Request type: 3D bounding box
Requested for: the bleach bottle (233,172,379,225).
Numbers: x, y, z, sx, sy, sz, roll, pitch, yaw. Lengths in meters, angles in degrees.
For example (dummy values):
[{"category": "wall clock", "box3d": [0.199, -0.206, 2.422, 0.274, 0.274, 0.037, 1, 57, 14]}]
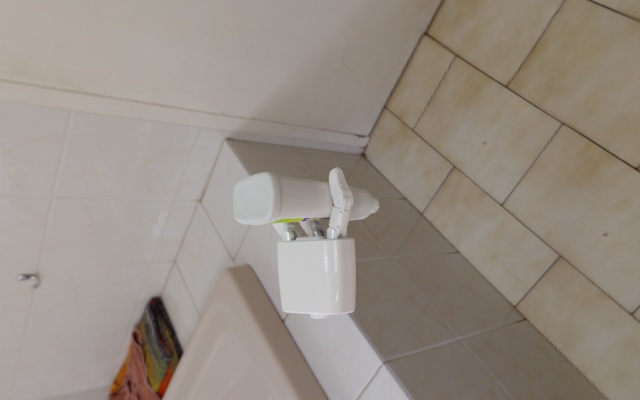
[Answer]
[{"category": "bleach bottle", "box3d": [0.000, 0.002, 0.722, 0.251, 0.068, 0.102, 2, -8, -41]}]
